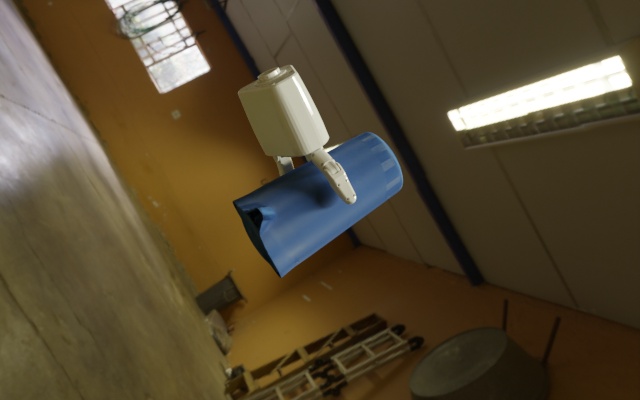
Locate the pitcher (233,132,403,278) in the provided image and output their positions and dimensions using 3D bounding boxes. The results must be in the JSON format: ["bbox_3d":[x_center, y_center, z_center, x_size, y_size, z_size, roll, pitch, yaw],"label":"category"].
[{"bbox_3d":[0.000,0.002,0.734,0.243,0.145,0.149,-32,24,-12],"label":"pitcher"}]
